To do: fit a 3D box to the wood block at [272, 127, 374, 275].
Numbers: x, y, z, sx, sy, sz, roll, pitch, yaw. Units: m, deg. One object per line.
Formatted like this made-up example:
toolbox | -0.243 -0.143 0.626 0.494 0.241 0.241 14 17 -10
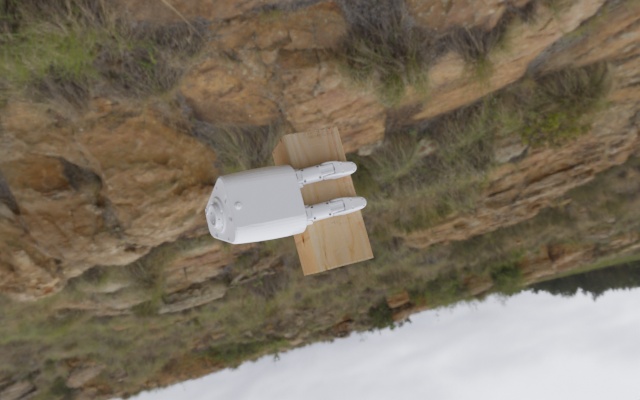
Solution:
wood block | 0.000 0.003 0.740 0.090 0.206 0.091 -12 -8 -19
